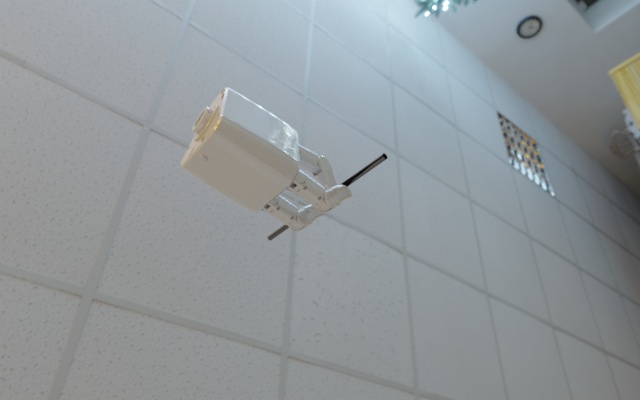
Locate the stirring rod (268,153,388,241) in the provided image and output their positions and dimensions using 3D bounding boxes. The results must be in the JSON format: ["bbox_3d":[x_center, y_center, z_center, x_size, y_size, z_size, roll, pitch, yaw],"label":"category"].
[{"bbox_3d":[0.000,0.002,0.637,0.011,0.011,0.240,0,-27,-45],"label":"stirring rod"}]
